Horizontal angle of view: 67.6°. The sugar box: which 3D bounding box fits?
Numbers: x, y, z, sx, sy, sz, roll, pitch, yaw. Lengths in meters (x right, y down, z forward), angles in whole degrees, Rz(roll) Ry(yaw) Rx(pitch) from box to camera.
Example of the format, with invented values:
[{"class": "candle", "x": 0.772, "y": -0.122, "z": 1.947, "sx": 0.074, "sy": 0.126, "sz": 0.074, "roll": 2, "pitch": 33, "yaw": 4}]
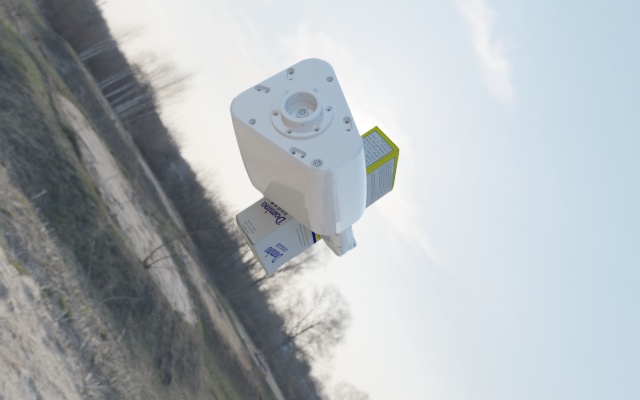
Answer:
[{"class": "sugar box", "x": 0.000, "y": 0.001, "z": 0.507, "sx": 0.176, "sy": 0.048, "sz": 0.093, "roll": -31, "pitch": -25, "yaw": -12}]
